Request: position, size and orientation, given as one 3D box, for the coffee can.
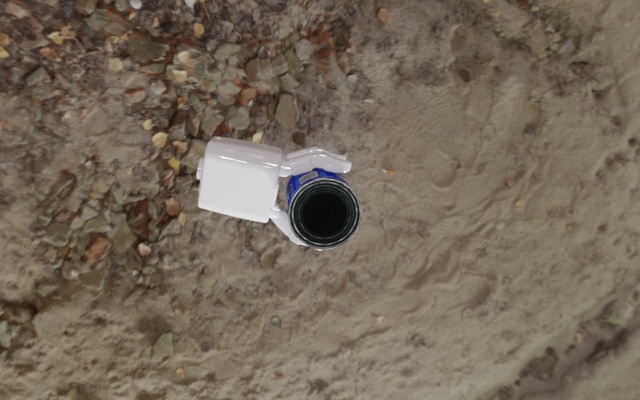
[{"bbox_3d":[0.000,0.002,0.720,0.103,0.103,0.140,0,14,-5],"label":"coffee can"}]
